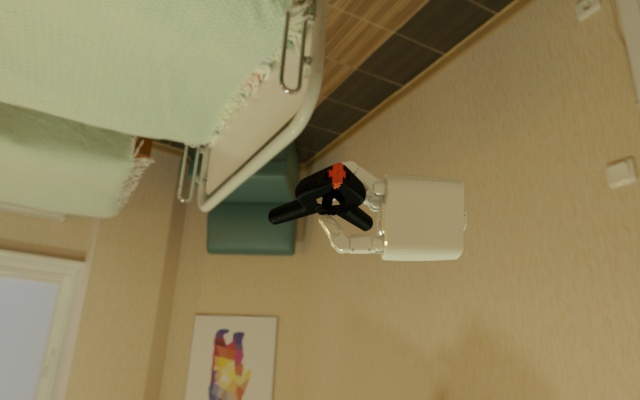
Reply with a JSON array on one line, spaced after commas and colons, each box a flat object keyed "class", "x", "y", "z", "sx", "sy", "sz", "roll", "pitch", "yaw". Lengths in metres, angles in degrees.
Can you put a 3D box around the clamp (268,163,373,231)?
[{"class": "clamp", "x": 0.000, "y": 0.003, "z": 0.671, "sx": 0.164, "sy": 0.036, "sz": 0.210, "roll": 1, "pitch": -20, "yaw": 1}]
